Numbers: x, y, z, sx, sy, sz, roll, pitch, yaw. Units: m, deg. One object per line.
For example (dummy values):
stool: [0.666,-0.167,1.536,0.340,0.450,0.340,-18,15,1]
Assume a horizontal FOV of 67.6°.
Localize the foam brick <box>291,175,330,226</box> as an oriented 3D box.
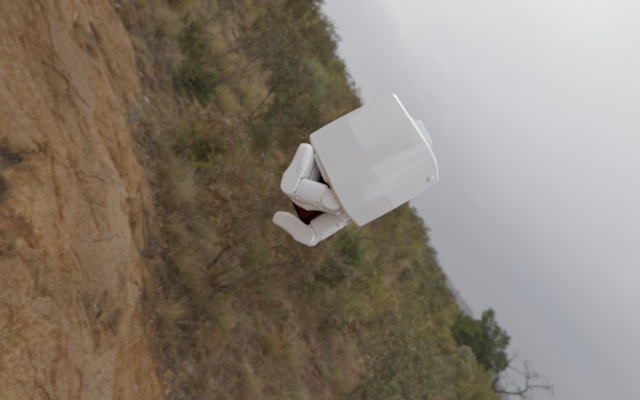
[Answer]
foam brick: [0.000,0.002,0.586,0.051,0.053,0.078,-29,-20,7]
